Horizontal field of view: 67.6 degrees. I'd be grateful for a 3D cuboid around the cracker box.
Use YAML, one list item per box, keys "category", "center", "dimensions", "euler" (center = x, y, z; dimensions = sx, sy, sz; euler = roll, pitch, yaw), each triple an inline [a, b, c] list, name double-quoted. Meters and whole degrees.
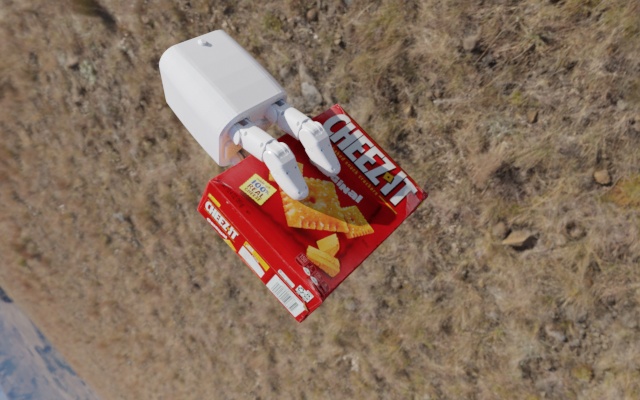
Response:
- category: "cracker box"
  center: [0.000, 0.002, 0.538]
  dimensions: [0.213, 0.164, 0.072]
  euler: [-38, -8, -38]
